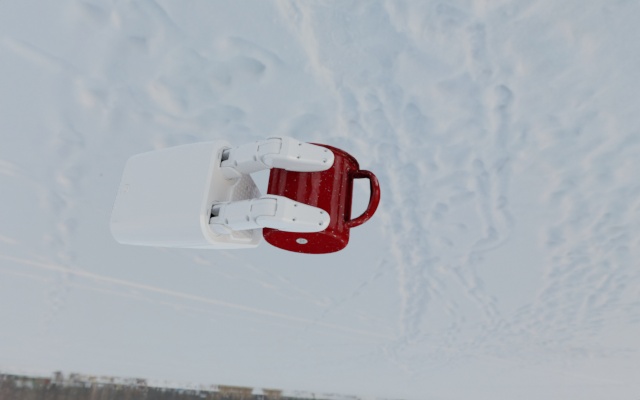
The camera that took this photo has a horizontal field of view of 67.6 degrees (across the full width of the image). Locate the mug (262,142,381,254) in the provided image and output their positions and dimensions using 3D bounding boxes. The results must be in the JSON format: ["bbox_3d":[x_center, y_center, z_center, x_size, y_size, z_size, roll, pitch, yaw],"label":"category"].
[{"bbox_3d":[0.001,0.002,0.450,0.117,0.081,0.093,-4,-24,23],"label":"mug"}]
